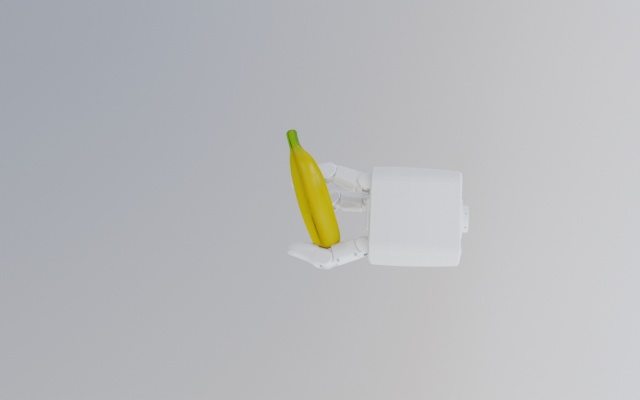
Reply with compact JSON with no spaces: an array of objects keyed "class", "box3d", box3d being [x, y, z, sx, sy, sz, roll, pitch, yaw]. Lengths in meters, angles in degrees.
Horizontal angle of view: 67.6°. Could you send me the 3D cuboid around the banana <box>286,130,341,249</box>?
[{"class":"banana","box3d":[-0.001,0.012,0.570,0.037,0.198,0.069,-9,41,8]}]
